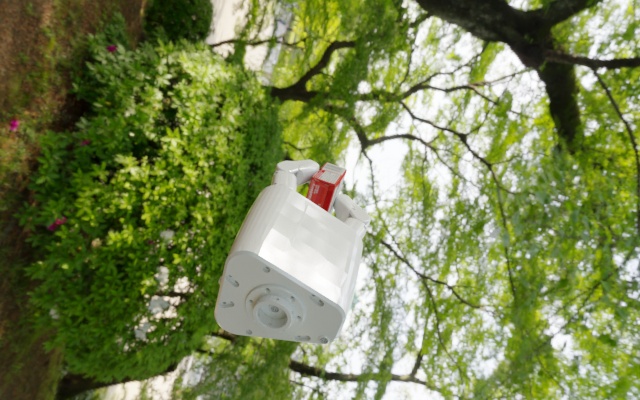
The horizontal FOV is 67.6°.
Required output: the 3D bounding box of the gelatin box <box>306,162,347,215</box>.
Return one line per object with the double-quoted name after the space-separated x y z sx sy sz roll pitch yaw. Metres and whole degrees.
0.001 0.002 0.541 0.030 0.073 0.089 20 18 5 "gelatin box"
